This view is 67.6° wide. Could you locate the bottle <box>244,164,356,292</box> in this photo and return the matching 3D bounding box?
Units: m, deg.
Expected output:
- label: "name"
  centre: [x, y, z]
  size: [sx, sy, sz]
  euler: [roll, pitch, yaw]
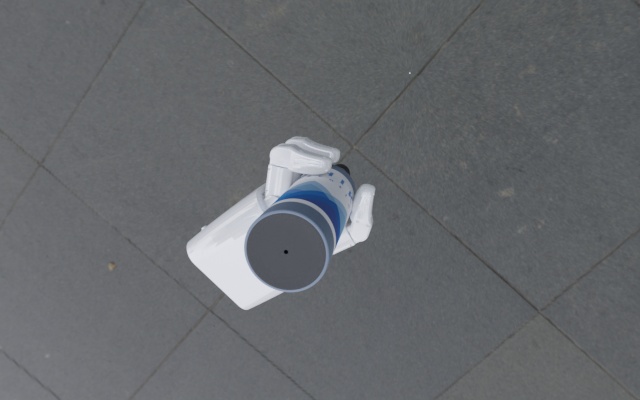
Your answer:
- label: "bottle"
  centre: [0.000, 0.002, 0.498]
  size: [0.069, 0.069, 0.295]
  euler: [0, 15, 11]
